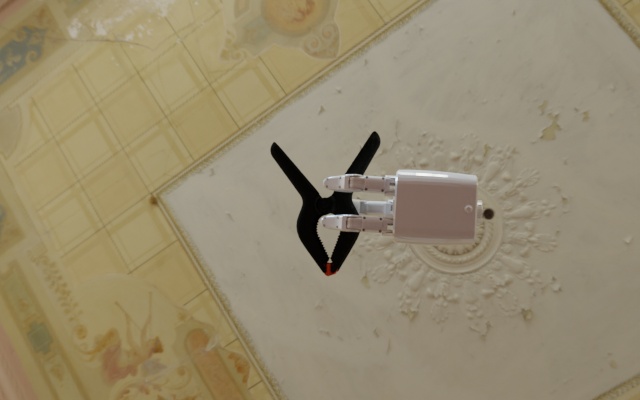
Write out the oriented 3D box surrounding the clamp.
[{"bbox_3d":[0.001,0.003,0.697,0.164,0.210,0.036,3,-4,15],"label":"clamp"}]
